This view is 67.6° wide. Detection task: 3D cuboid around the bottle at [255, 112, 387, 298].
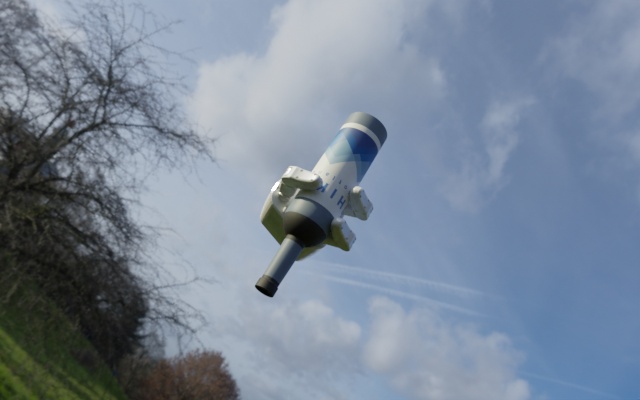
[{"bbox_3d":[0.000,0.002,0.659,0.069,0.295,0.069,26,-26,14],"label":"bottle"}]
